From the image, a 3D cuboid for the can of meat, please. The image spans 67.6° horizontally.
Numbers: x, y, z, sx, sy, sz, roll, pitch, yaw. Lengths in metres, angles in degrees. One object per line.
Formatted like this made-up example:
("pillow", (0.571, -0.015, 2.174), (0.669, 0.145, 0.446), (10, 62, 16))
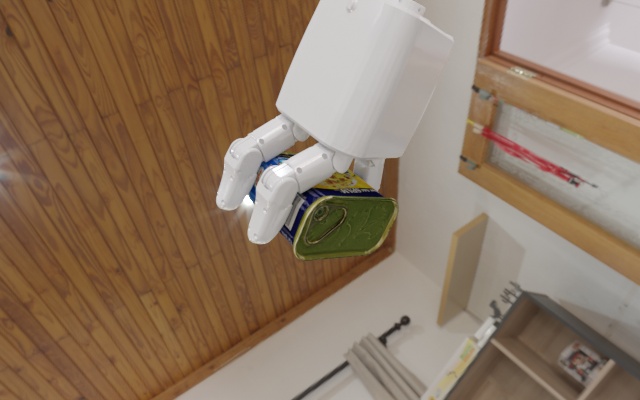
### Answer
("can of meat", (0.000, 0.001, 0.403), (0.102, 0.057, 0.084), (1, 31, -42))
